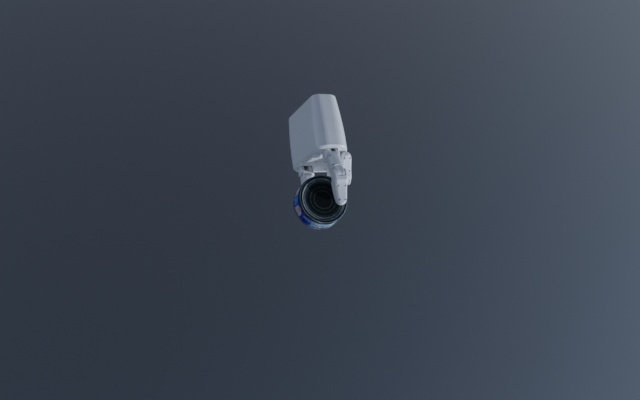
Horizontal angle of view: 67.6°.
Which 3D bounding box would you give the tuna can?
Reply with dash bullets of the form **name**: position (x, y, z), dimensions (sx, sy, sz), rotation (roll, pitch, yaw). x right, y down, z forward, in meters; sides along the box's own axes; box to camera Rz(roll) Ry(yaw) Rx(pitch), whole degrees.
- **tuna can**: position (0.000, 0.002, 0.790), dimensions (0.086, 0.086, 0.034), rotation (0, -18, -20)
